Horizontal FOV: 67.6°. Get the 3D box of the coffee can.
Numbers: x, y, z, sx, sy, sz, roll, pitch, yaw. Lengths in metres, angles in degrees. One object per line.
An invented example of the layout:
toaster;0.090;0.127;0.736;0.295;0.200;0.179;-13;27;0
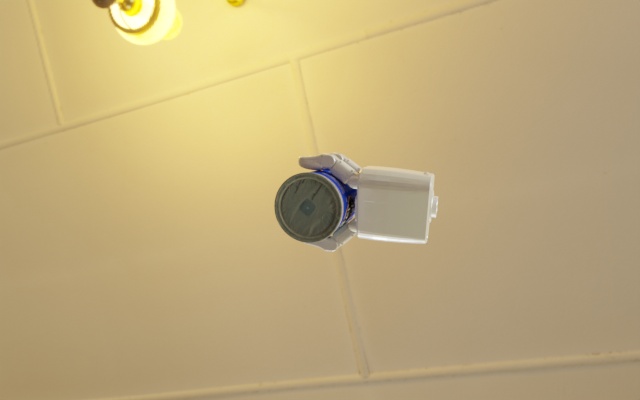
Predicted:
coffee can;0.000;0.003;0.750;0.103;0.103;0.140;0;7;16
